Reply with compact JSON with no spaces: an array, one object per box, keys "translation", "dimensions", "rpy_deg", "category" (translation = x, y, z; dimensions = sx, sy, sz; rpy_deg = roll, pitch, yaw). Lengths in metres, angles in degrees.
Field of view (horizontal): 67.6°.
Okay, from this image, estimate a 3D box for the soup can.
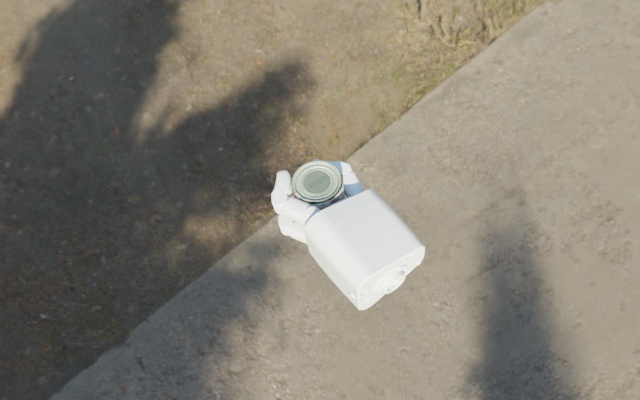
[{"translation":[0.000,0.002,0.651],"dimensions":[0.068,0.068,0.102],"rpy_deg":[0,-33,7],"category":"soup can"}]
